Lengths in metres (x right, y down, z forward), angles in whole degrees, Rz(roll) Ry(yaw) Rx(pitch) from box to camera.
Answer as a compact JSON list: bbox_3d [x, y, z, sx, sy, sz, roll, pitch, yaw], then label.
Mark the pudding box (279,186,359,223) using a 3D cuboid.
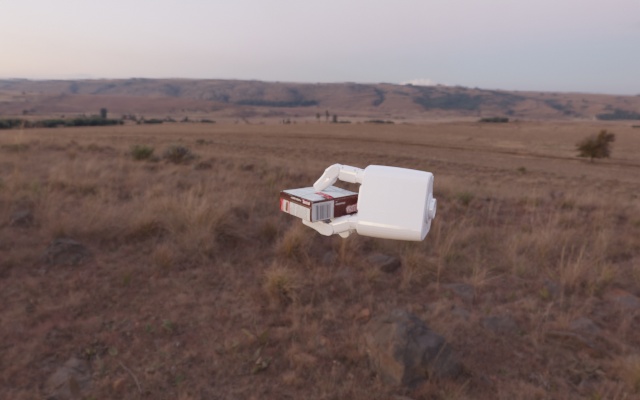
[{"bbox_3d":[0.000,0.003,0.822,0.113,0.039,0.090,-8,17,-40],"label":"pudding box"}]
